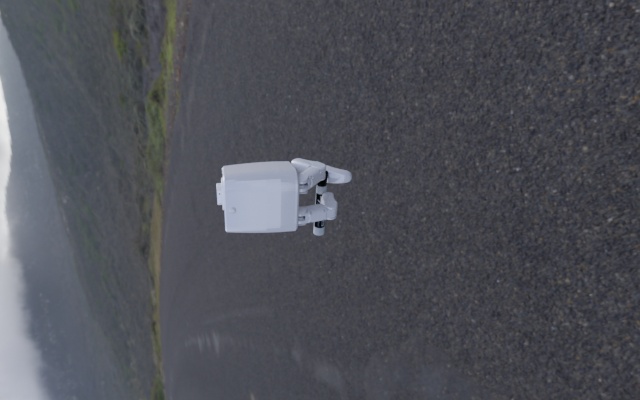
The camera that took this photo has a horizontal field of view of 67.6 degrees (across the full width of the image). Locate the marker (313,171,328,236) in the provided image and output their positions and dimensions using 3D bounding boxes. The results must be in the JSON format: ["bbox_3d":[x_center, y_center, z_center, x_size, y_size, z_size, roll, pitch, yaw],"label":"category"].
[{"bbox_3d":[0.000,0.003,0.783,0.020,0.121,0.020,3,29,-1],"label":"marker"}]
